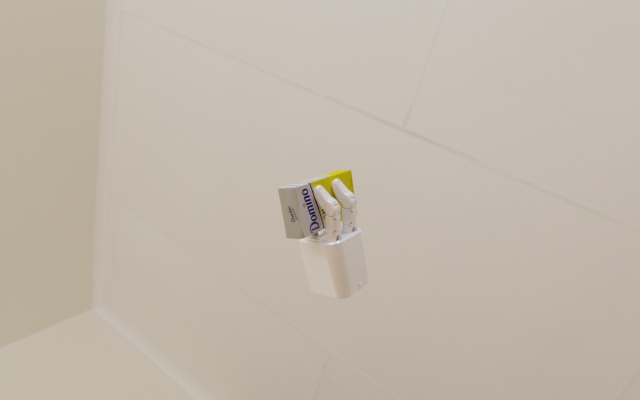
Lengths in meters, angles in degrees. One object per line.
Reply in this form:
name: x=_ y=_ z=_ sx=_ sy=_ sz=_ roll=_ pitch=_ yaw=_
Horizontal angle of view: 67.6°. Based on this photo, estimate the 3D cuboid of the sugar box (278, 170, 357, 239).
sugar box: x=0.001 y=0.003 z=0.883 sx=0.048 sy=0.093 sz=0.176 roll=-2 pitch=12 yaw=35
